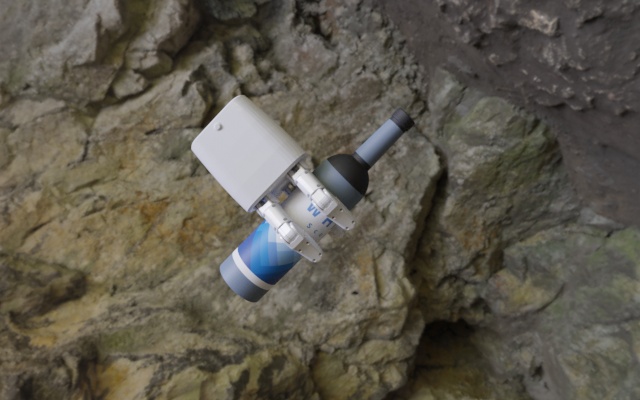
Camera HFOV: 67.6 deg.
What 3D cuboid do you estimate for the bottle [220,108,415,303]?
[{"bbox_3d":[0.000,0.002,0.588,0.069,0.296,0.069,44,8,-7],"label":"bottle"}]
